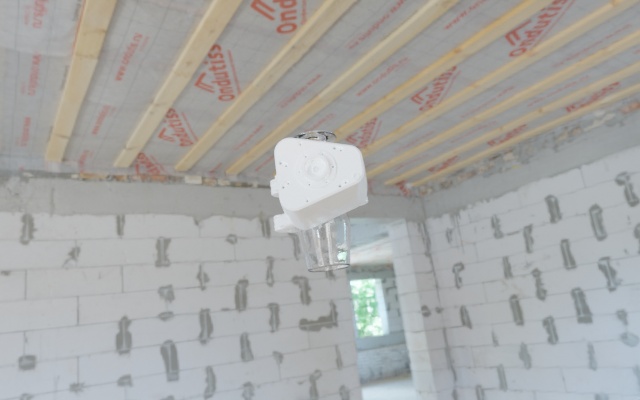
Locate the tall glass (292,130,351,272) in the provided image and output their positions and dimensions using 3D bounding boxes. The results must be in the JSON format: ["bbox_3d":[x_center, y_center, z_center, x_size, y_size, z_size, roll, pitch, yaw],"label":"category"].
[{"bbox_3d":[0.000,0.002,0.710,0.079,0.201,0.079,-7,-14,-2],"label":"tall glass"}]
